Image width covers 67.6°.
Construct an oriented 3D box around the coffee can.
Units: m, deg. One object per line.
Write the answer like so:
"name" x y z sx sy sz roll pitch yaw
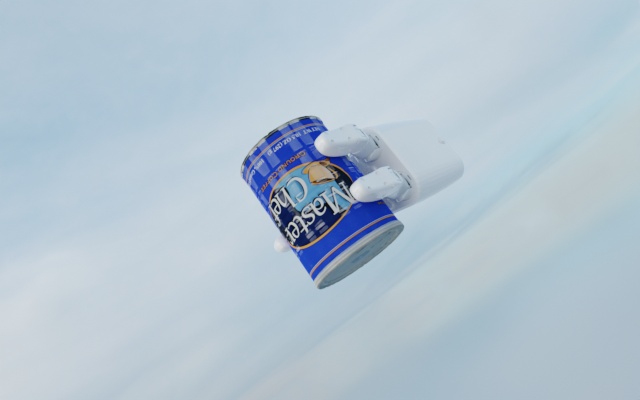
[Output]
"coffee can" 0.000 0.002 0.476 0.103 0.140 0.103 -33 -17 -11
